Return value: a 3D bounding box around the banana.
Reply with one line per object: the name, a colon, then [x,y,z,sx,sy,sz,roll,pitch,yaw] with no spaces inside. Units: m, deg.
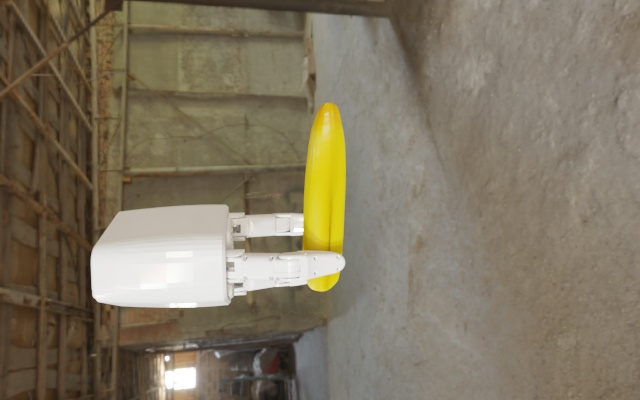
banana: [0.002,0.013,0.442,0.037,0.198,0.069,-1,28,-5]
